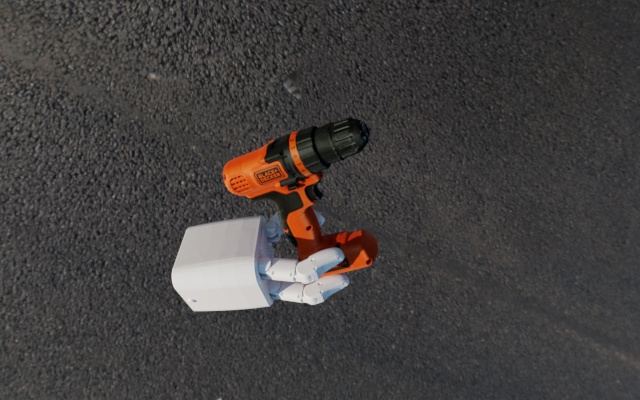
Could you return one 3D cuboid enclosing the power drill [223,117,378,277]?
[{"bbox_3d":[0.000,0.002,0.575,0.184,0.188,0.057,-16,29,25],"label":"power drill"}]
